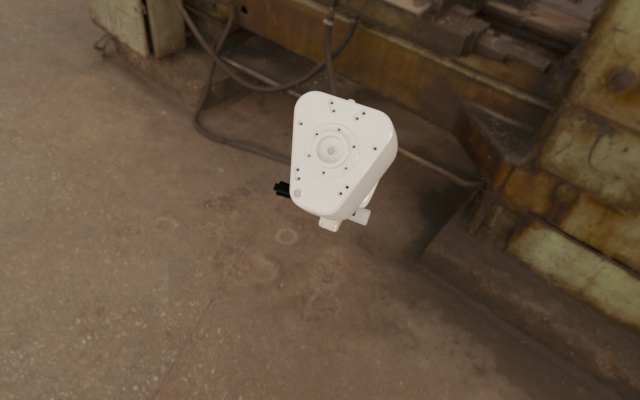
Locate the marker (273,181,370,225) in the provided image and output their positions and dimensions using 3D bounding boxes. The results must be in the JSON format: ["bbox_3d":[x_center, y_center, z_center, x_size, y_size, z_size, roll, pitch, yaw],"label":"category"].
[{"bbox_3d":[0.000,0.002,0.576,0.121,0.020,0.020,19,3,10],"label":"marker"}]
